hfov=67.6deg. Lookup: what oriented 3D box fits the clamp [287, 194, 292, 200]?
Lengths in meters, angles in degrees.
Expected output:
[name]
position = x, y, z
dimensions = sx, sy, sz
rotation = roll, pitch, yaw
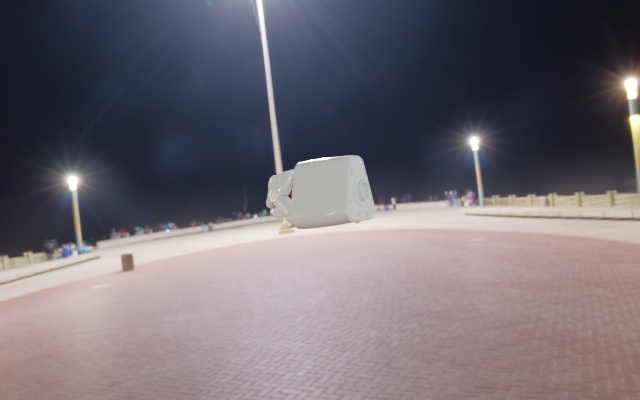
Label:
[clamp]
position = 0.000, 0.002, 0.882
dimensions = 0.120, 0.039, 0.171
rotation = -7, -1, 33
